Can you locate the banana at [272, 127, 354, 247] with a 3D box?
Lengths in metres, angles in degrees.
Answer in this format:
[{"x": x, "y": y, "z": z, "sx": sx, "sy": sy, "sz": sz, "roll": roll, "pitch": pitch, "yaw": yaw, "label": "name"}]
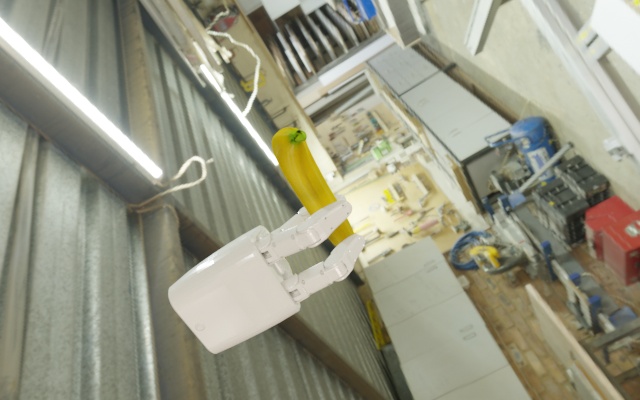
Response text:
[{"x": -0.008, "y": -0.012, "z": 0.509, "sx": 0.037, "sy": 0.069, "sz": 0.198, "roll": -31, "pitch": -44, "yaw": -1, "label": "banana"}]
